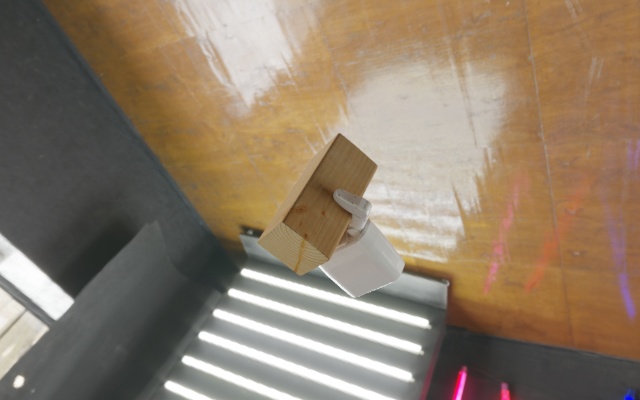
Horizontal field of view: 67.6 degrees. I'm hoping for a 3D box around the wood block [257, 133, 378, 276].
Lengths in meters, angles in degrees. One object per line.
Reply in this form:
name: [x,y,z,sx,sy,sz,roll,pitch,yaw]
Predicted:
wood block: [0.001,0.003,0.755,0.090,0.206,0.091,39,-38,-11]
